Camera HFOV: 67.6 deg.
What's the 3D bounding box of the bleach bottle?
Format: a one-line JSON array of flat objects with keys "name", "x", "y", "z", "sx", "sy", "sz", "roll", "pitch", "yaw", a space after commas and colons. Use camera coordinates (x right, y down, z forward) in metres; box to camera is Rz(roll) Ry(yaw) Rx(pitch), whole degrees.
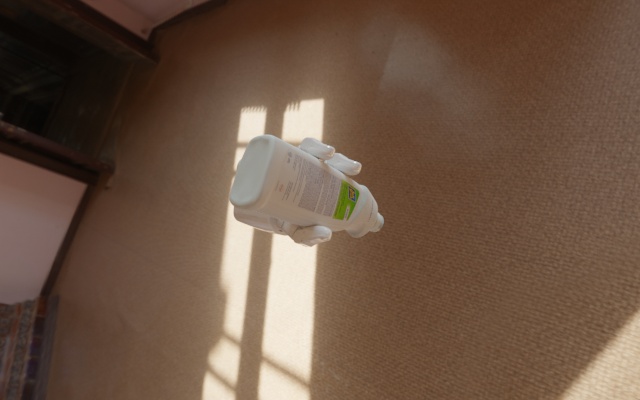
[{"name": "bleach bottle", "x": 0.000, "y": 0.002, "z": 0.667, "sx": 0.251, "sy": 0.102, "sz": 0.068, "roll": 26, "pitch": -13, "yaw": -40}]
